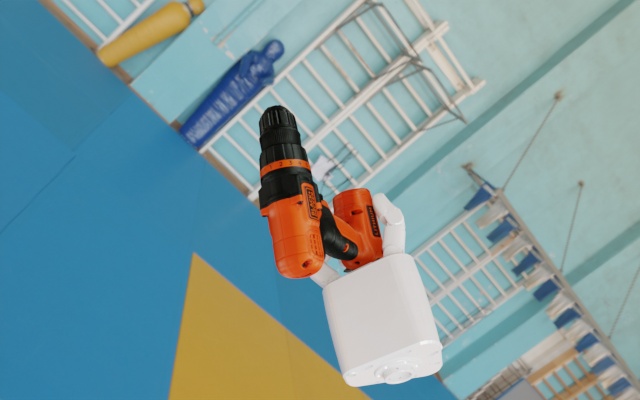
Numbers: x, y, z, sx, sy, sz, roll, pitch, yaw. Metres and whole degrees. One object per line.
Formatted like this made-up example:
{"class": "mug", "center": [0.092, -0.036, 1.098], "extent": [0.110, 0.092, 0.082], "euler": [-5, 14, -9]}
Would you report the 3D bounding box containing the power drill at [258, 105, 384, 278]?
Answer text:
{"class": "power drill", "center": [0.000, 0.002, 0.536], "extent": [0.057, 0.184, 0.188], "euler": [-19, -22, 27]}
